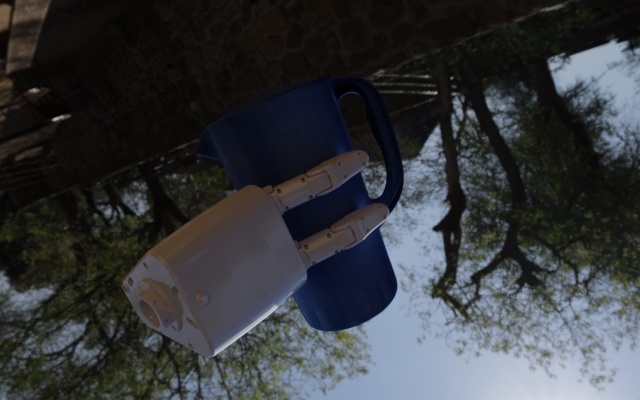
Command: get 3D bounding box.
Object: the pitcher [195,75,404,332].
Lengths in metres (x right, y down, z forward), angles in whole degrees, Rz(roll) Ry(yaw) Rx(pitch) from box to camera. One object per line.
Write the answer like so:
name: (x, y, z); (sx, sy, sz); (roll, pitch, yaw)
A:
pitcher: (0.000, 0.002, 0.488); (0.149, 0.243, 0.145); (-9, 20, 45)
